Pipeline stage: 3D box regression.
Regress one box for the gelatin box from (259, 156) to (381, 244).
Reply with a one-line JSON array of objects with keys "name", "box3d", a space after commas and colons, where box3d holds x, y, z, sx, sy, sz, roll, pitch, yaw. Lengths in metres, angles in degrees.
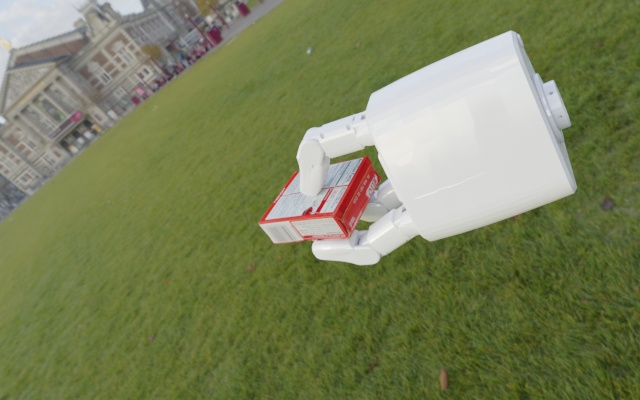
[{"name": "gelatin box", "box3d": [0.000, 0.001, 0.418, 0.089, 0.030, 0.073, -8, 37, 39]}]
